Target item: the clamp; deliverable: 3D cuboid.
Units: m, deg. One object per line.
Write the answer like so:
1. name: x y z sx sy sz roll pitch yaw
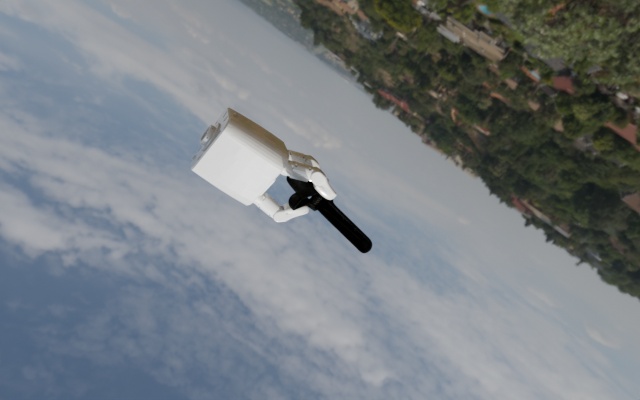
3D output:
1. clamp: -0.001 0.003 0.787 0.164 0.036 0.210 36 11 -25
